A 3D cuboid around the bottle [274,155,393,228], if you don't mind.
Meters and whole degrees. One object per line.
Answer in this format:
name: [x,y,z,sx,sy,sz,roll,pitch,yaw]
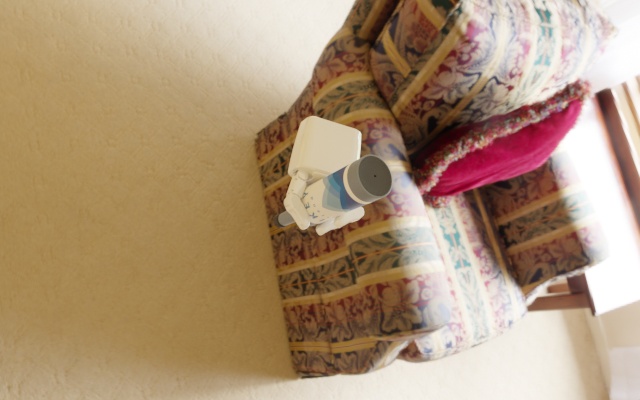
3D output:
bottle: [0.000,0.003,0.809,0.069,0.069,0.296,0,-15,-34]
